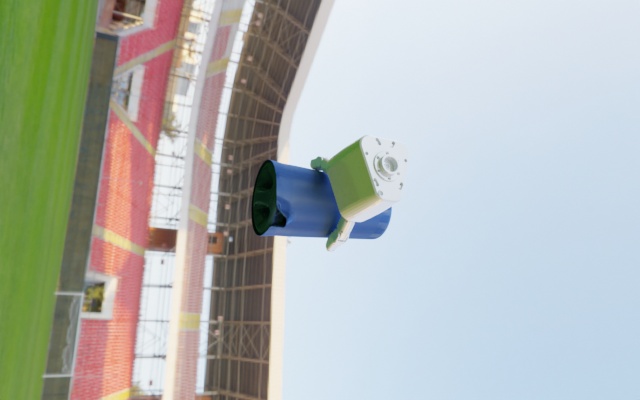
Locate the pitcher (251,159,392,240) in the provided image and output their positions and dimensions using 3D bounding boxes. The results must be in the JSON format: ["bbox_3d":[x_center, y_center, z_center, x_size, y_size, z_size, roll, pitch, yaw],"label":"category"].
[{"bbox_3d":[0.000,0.003,0.879,0.243,0.149,0.145,8,-21,-25],"label":"pitcher"}]
